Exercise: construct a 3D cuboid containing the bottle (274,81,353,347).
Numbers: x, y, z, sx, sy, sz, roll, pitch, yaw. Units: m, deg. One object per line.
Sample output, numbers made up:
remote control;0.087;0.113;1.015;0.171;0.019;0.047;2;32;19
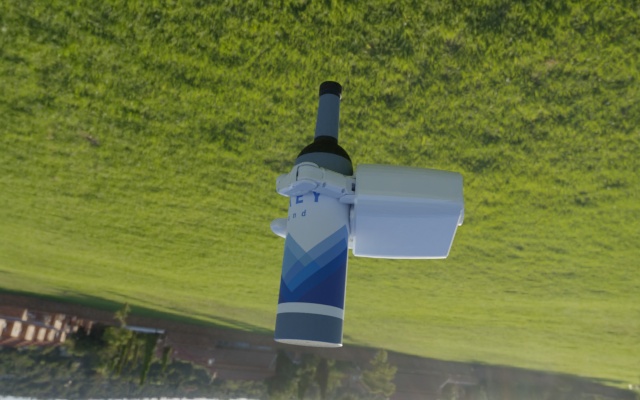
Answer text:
bottle;0.000;0.002;0.515;0.069;0.295;0.069;5;-21;2
